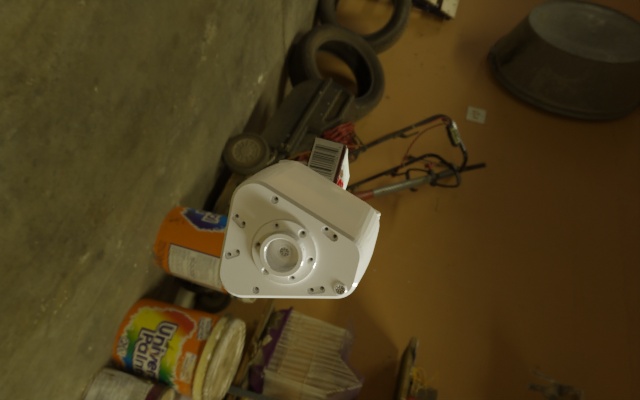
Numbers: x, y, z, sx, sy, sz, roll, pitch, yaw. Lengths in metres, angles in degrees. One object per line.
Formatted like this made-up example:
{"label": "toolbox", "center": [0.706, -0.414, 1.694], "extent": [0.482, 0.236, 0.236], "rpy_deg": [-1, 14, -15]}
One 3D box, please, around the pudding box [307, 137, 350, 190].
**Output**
{"label": "pudding box", "center": [0.000, 0.002, 0.519], "extent": [0.039, 0.113, 0.090], "rpy_deg": [16, -15, 9]}
